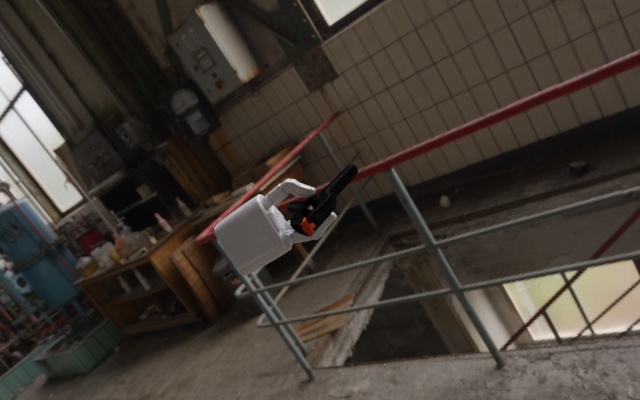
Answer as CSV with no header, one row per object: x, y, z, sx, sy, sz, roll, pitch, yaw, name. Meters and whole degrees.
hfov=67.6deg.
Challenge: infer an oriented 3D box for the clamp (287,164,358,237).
-0.001,0.002,0.863,0.164,0.036,0.210,-35,13,11,clamp
